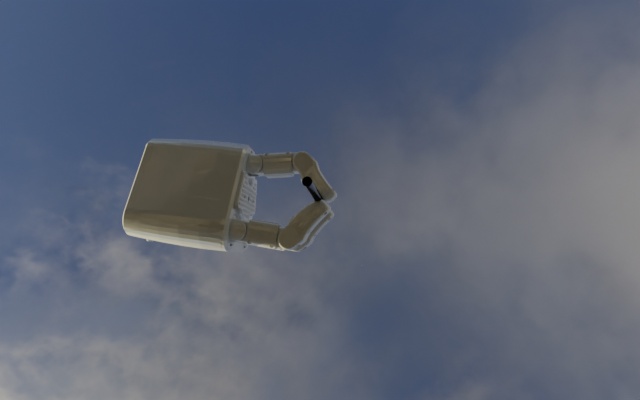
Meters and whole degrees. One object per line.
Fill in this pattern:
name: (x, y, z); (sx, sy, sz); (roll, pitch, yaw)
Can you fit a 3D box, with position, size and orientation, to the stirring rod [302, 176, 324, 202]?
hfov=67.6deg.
stirring rod: (0.000, 0.001, 0.483); (0.011, 0.011, 0.239); (0, -8, 5)
